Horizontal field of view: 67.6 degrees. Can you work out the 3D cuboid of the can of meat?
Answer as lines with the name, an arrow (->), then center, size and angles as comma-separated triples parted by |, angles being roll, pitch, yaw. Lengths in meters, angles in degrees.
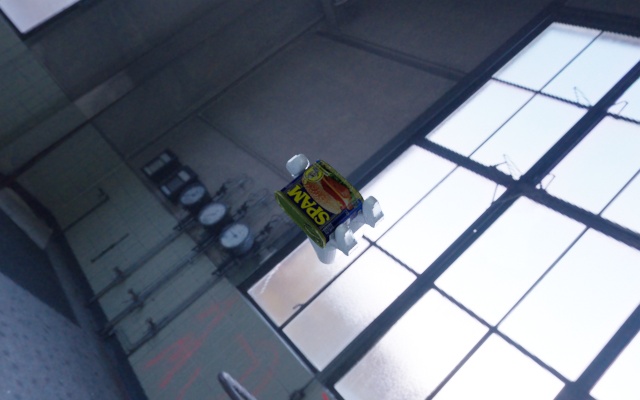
can of meat -> 0.000, 0.002, 0.673 | 0.084, 0.102, 0.057 | -41, -19, -15
